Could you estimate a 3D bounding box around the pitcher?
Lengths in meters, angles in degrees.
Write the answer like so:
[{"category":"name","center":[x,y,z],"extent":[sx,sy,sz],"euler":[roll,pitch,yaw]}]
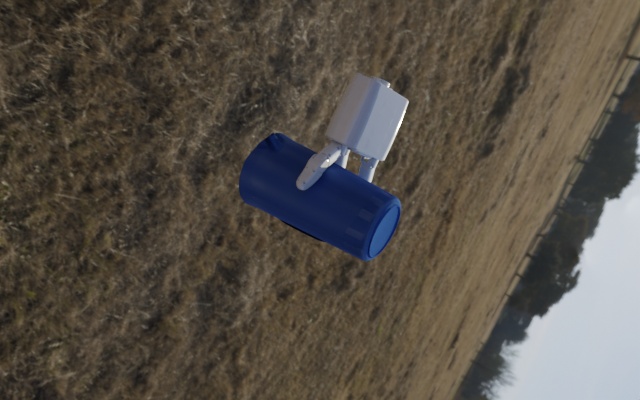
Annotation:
[{"category":"pitcher","center":[0.000,0.002,0.768],"extent":[0.242,0.145,0.149],"euler":[28,7,25]}]
